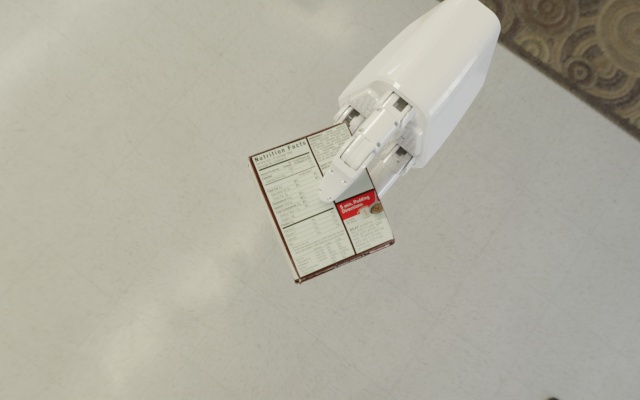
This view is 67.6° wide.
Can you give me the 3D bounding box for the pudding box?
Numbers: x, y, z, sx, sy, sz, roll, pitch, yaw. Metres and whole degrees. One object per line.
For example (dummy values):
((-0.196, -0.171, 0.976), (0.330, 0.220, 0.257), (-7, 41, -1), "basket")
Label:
((0.000, 0.001, 0.400), (0.090, 0.113, 0.039), (-21, -9, -10), "pudding box")
